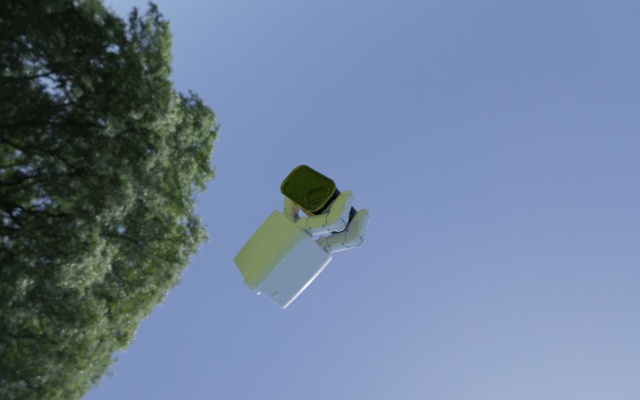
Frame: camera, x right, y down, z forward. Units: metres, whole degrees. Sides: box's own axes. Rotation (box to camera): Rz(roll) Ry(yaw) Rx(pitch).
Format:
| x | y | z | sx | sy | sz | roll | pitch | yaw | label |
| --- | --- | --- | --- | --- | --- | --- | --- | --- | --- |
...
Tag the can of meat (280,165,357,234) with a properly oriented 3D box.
| x | y | z | sx | sy | sz | roll | pitch | yaw | label |
| --- | --- | --- | --- | --- | --- | --- | --- | --- | --- |
| 0.000 | 0.002 | 0.724 | 0.102 | 0.057 | 0.084 | 32 | -11 | 47 | can of meat |
